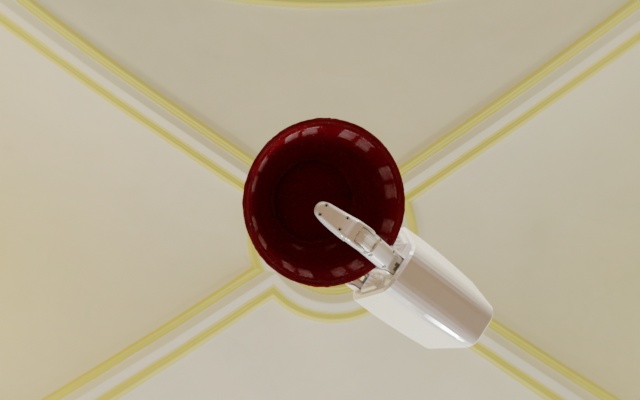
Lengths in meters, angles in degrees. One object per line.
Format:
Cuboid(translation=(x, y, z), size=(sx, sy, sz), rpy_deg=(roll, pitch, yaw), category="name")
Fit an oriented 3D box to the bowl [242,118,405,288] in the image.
Cuboid(translation=(-0.001, 0.001, 0.479), size=(0.162, 0.162, 0.055), rpy_deg=(0, 2, -16), category="bowl")
